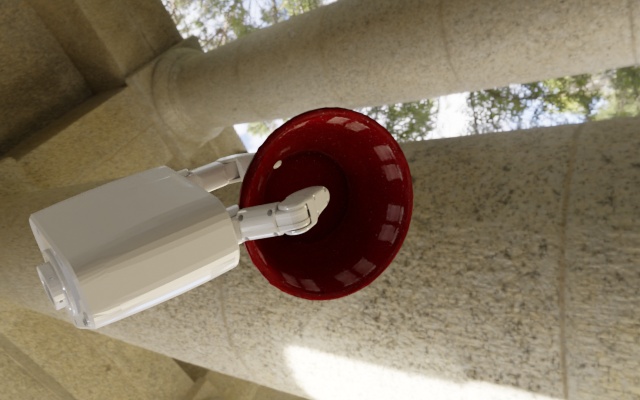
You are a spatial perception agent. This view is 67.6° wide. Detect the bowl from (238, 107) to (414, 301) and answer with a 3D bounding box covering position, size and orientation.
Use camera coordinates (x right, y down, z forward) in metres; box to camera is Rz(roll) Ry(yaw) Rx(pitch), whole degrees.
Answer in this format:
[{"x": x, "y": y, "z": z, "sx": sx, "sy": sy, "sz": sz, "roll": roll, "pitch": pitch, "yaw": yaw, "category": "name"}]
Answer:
[{"x": 0.001, "y": 0.001, "z": 0.417, "sx": 0.162, "sy": 0.162, "sz": 0.055, "roll": 0, "pitch": 8, "yaw": -26, "category": "bowl"}]
